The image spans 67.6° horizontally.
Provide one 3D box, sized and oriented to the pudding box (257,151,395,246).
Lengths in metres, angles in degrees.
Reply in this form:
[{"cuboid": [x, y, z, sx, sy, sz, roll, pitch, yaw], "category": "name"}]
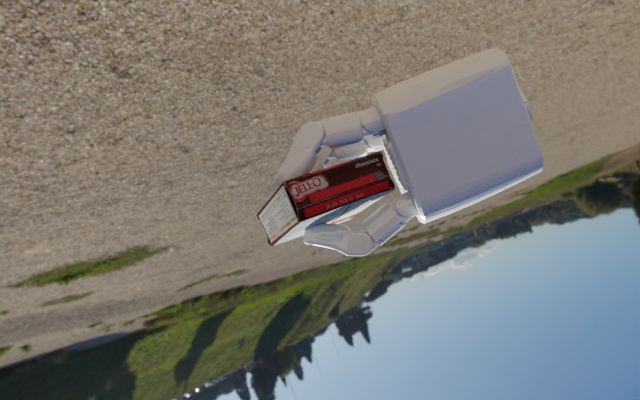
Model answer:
[{"cuboid": [0.000, 0.002, 0.420, 0.090, 0.039, 0.113, -18, -11, -22], "category": "pudding box"}]
